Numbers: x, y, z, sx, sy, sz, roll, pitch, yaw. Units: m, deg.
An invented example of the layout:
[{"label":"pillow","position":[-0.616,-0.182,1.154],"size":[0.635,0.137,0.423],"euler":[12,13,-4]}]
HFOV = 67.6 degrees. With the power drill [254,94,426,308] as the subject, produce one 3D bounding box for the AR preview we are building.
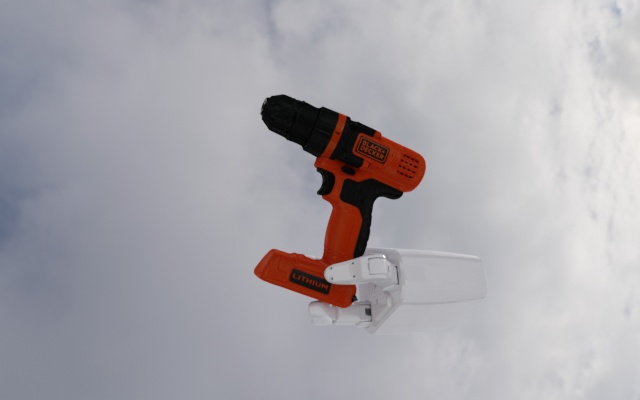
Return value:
[{"label":"power drill","position":[0.000,0.002,0.491],"size":[0.184,0.187,0.057],"euler":[22,-4,-9]}]
